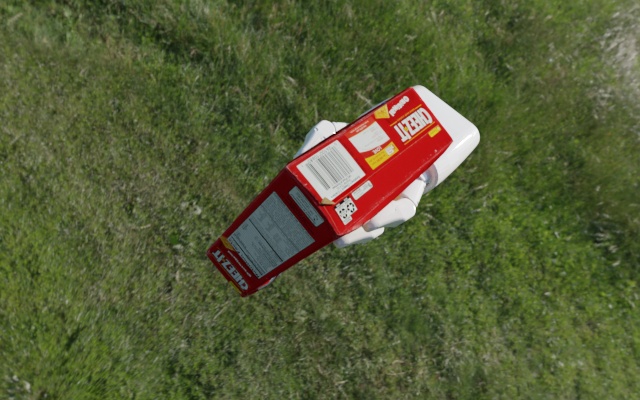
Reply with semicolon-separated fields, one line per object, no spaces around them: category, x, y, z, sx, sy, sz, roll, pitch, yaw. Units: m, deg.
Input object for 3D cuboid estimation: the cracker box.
cracker box;0.000;0.001;0.457;0.164;0.072;0.214;-37;-2;-36
